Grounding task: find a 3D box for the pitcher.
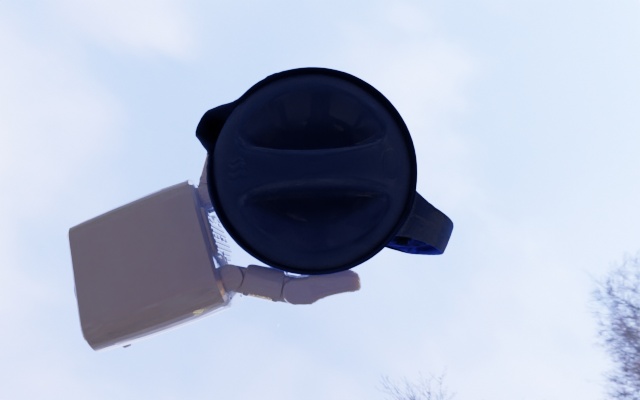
[{"bbox_3d":[0.000,0.001,0.409,0.145,0.149,0.243,-22,-7,-5],"label":"pitcher"}]
